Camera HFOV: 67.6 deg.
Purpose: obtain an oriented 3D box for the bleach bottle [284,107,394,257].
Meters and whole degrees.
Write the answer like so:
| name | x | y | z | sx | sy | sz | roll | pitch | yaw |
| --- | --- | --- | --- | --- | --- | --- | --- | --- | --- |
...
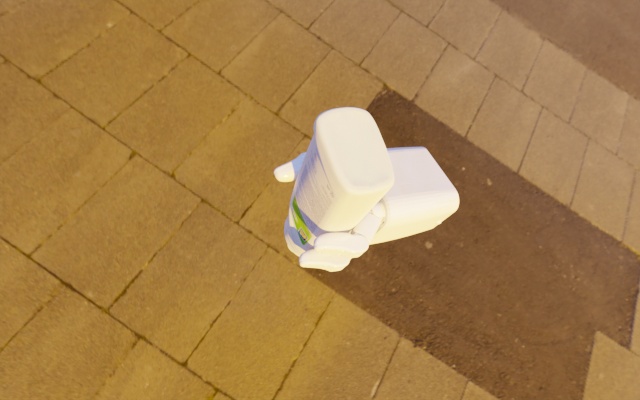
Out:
| name | x | y | z | sx | sy | sz | roll | pitch | yaw |
| --- | --- | --- | --- | --- | --- | --- | --- | --- | --- |
| bleach bottle | 0.000 | 0.002 | 0.572 | 0.068 | 0.102 | 0.251 | -11 | -21 | -23 |
